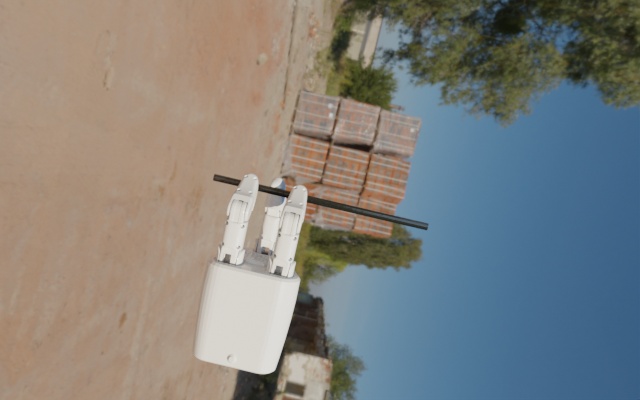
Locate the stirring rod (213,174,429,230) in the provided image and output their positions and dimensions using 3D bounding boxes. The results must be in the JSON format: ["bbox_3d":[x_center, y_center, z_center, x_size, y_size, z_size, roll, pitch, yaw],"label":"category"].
[{"bbox_3d":[0.000,0.002,0.525,0.239,0.011,0.011,13,0,1],"label":"stirring rod"}]
